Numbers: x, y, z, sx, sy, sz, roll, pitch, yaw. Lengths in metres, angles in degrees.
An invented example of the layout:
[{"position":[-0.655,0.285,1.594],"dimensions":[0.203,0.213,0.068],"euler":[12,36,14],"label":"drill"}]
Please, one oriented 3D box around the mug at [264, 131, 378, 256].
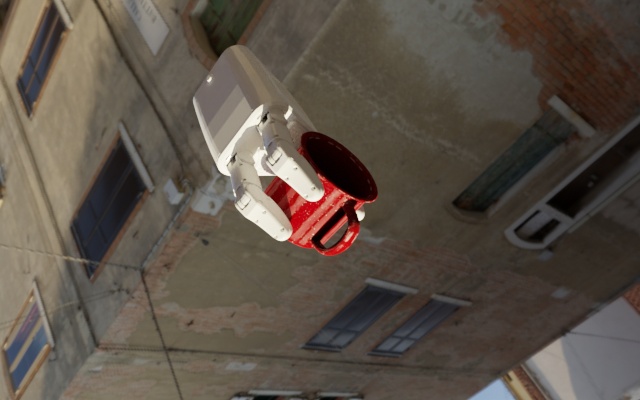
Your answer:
[{"position":[0.001,0.003,0.465],"dimensions":[0.093,0.117,0.081],"euler":[13,-51,-44],"label":"mug"}]
